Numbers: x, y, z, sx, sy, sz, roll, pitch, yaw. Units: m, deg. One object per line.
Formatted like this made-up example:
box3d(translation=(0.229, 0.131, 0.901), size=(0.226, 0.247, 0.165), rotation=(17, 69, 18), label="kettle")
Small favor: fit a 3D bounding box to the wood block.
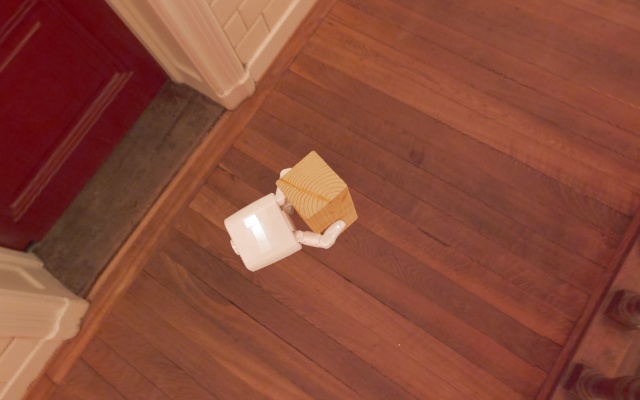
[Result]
box3d(translation=(0.000, 0.003, 0.891), size=(0.090, 0.090, 0.206), rotation=(-40, -19, -4), label="wood block")
